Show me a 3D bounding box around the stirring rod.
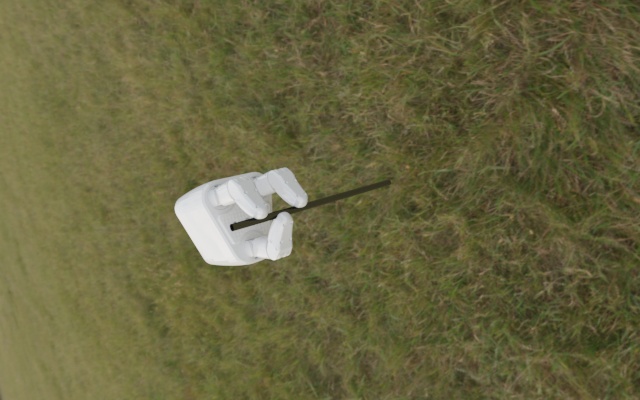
[{"bbox_3d":[0.000,0.002,0.565,0.239,0.011,0.011,-16,10,-38],"label":"stirring rod"}]
